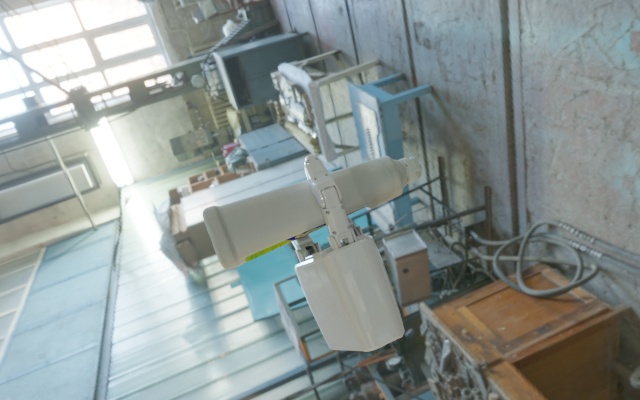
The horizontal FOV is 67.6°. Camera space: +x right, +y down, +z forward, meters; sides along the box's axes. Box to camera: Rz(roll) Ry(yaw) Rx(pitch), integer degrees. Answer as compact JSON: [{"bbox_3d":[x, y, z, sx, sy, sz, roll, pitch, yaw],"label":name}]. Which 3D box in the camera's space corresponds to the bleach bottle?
[{"bbox_3d":[0.000,0.002,0.538,0.251,0.068,0.102,-21,-6,-11],"label":"bleach bottle"}]
